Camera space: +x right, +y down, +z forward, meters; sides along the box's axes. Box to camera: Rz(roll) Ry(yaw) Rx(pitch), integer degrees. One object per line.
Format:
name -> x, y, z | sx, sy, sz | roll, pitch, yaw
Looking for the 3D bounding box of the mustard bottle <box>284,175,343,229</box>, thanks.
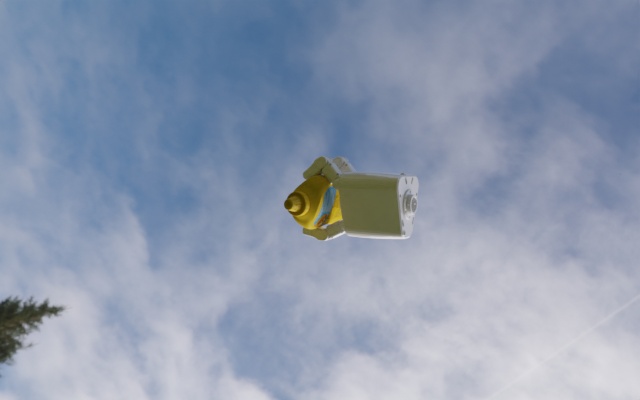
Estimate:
mustard bottle -> 0.000, 0.003, 0.841 | 0.058, 0.096, 0.191 | 31, 18, 27
